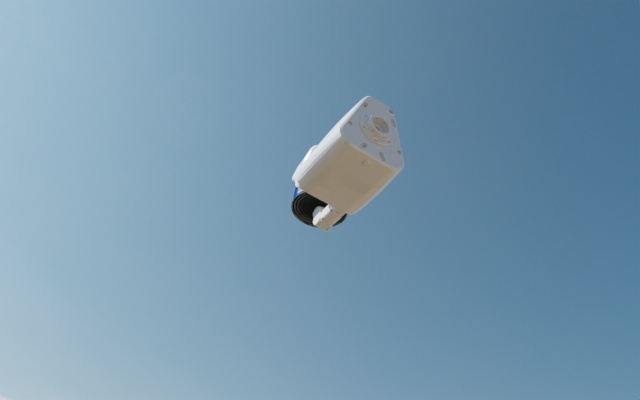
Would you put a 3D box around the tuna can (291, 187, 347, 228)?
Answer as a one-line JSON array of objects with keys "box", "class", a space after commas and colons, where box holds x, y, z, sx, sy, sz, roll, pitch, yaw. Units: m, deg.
[{"box": [0.000, 0.002, 0.728, 0.086, 0.033, 0.086, 5, -41, 5], "class": "tuna can"}]
